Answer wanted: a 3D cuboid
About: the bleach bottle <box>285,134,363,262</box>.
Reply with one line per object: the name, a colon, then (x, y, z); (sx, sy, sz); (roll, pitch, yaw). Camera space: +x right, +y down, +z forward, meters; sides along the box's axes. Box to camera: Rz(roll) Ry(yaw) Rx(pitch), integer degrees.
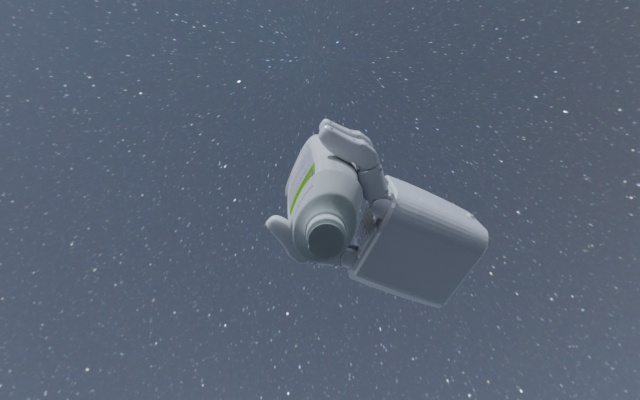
bleach bottle: (0.000, 0.001, 0.477); (0.068, 0.102, 0.250); (21, 16, -7)
